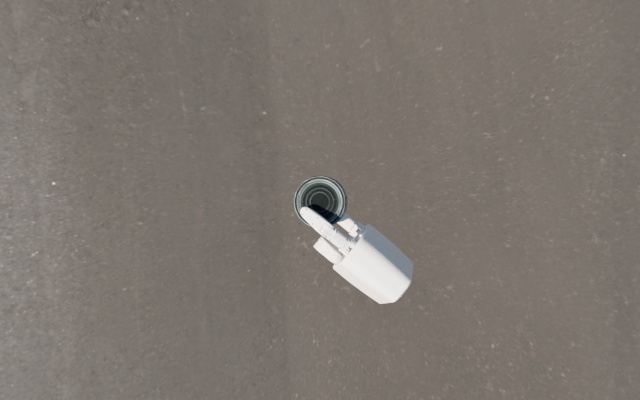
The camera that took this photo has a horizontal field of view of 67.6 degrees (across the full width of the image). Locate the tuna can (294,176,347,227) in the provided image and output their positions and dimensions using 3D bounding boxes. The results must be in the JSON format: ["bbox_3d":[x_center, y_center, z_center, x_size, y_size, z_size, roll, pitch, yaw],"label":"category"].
[{"bbox_3d":[0.000,0.002,0.774,0.086,0.086,0.034,0,0,6],"label":"tuna can"}]
